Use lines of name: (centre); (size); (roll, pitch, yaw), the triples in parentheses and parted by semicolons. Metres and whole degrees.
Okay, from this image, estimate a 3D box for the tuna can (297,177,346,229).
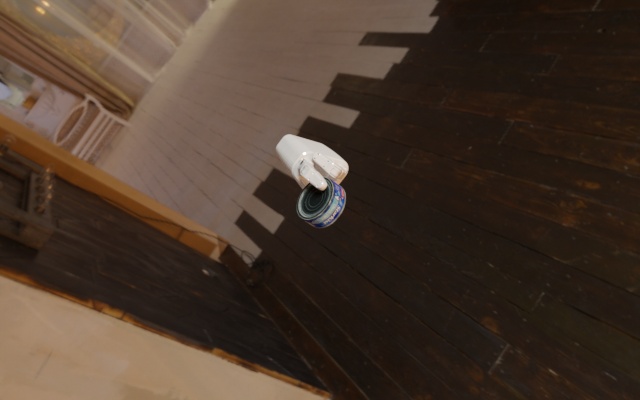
tuna can: (0.000, 0.002, 0.821); (0.086, 0.086, 0.034); (0, -26, 45)
